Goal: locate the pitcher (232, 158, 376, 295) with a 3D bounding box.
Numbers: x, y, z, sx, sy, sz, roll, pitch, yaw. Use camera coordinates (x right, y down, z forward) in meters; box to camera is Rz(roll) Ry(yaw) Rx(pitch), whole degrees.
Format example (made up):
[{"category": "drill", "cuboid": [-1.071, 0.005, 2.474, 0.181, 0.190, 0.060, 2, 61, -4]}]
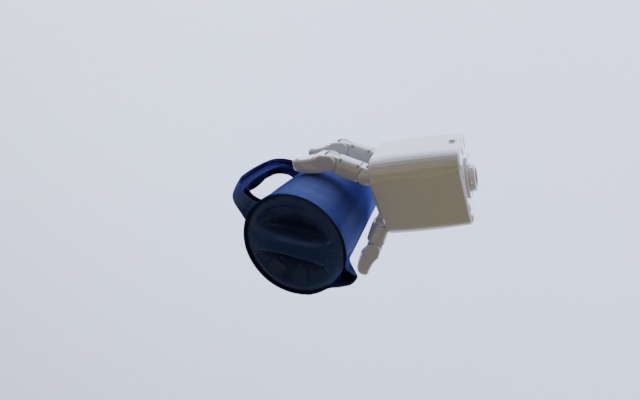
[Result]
[{"category": "pitcher", "cuboid": [0.000, 0.002, 0.654, 0.145, 0.149, 0.242, -6, 21, 25]}]
